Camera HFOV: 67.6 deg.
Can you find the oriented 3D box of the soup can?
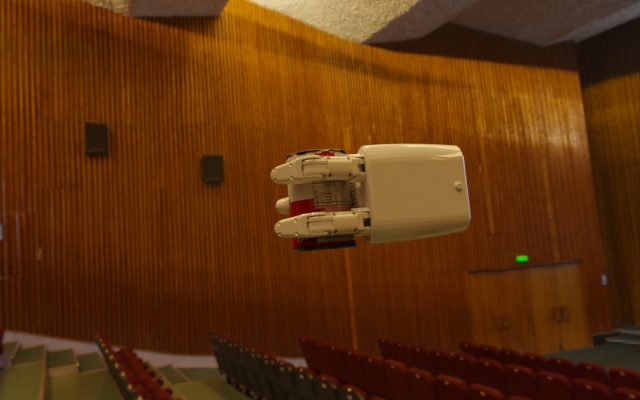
[{"bbox_3d":[0.000,0.001,0.508,0.068,0.102,0.068,-5,-5,0],"label":"soup can"}]
